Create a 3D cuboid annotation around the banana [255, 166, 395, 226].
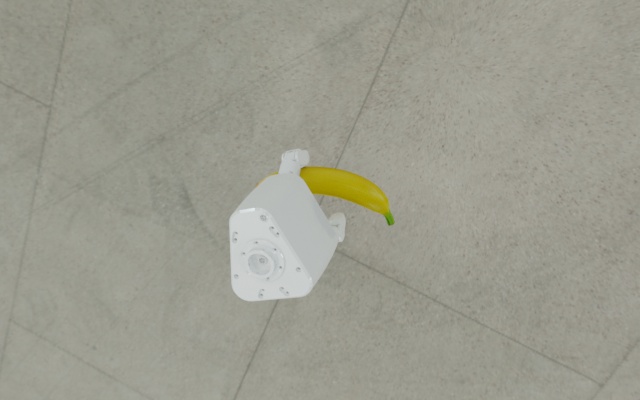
[{"bbox_3d":[0.006,-0.013,0.634,0.198,0.070,0.037,14,30,8],"label":"banana"}]
